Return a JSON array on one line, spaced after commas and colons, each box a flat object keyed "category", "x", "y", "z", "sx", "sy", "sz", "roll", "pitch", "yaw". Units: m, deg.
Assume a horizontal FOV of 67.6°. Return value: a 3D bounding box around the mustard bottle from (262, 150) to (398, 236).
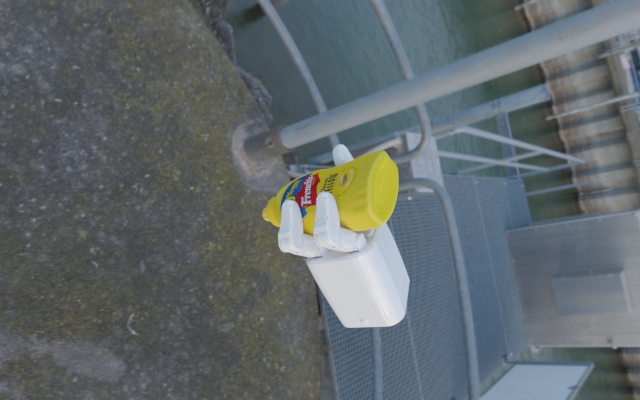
[{"category": "mustard bottle", "x": 0.000, "y": 0.002, "z": 0.594, "sx": 0.191, "sy": 0.096, "sz": 0.058, "roll": -14, "pitch": -45, "yaw": 38}]
